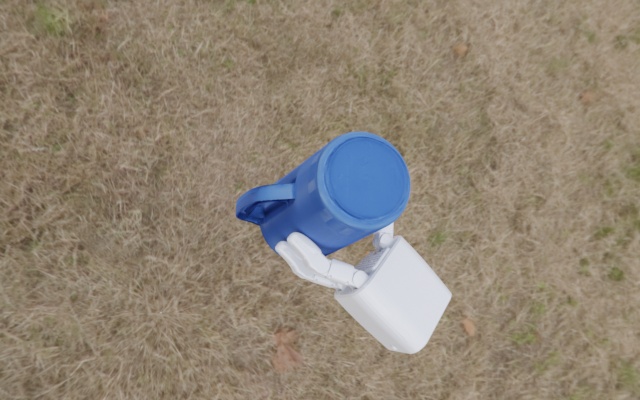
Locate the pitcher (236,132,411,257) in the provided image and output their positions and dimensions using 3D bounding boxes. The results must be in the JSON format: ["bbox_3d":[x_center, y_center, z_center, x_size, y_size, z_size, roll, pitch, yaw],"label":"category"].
[{"bbox_3d":[0.000,0.002,0.598,0.149,0.145,0.243,-42,3,-22],"label":"pitcher"}]
